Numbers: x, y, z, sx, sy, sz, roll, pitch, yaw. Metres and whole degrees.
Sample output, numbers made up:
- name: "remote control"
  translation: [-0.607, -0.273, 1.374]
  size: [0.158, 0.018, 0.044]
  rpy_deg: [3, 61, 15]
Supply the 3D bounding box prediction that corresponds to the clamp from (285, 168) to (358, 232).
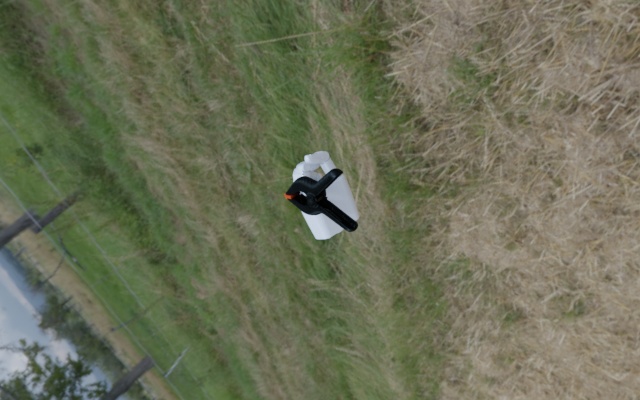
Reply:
- name: "clamp"
  translation: [0.000, 0.003, 0.883]
  size: [0.039, 0.120, 0.171]
  rpy_deg: [-25, 13, -34]
